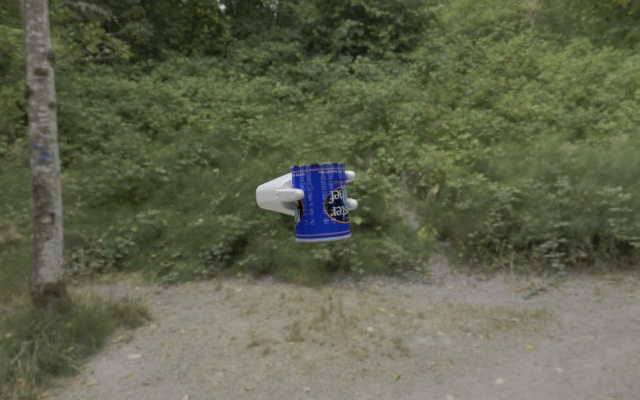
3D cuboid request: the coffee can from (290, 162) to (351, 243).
[{"bbox_3d":[0.000,0.003,0.889,0.103,0.140,0.103,-4,1,0],"label":"coffee can"}]
